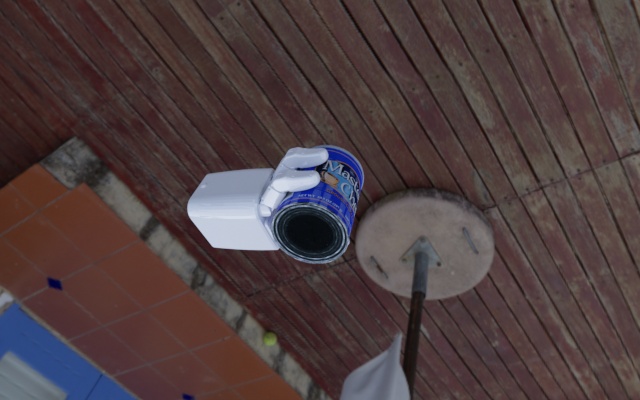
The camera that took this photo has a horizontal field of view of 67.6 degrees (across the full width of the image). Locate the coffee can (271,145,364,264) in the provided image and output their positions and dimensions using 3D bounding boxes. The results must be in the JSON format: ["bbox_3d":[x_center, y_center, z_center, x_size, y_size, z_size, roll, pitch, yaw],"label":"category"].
[{"bbox_3d":[0.000,0.002,0.662,0.103,0.103,0.140,0,37,15],"label":"coffee can"}]
